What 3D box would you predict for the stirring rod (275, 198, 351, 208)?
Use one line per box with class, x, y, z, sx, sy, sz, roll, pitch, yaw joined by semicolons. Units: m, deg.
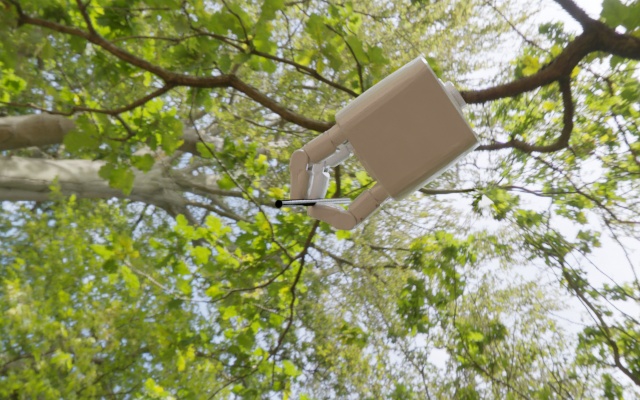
stirring rod;0.000;0.002;0.559;0.011;0.011;0.239;0;1;19
